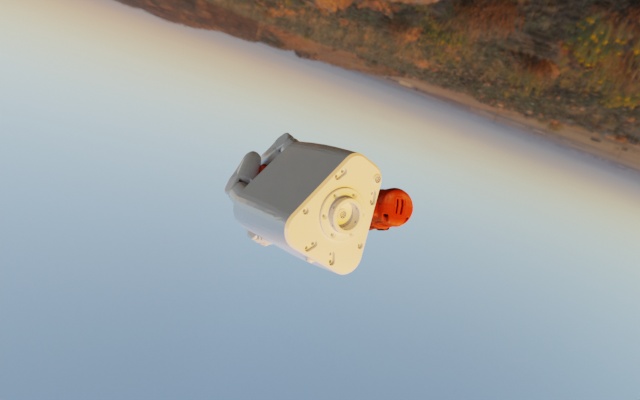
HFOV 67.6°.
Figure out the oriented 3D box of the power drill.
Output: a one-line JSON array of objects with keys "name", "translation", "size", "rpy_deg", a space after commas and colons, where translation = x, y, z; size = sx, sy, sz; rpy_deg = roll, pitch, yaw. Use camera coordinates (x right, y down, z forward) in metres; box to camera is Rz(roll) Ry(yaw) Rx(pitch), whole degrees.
[{"name": "power drill", "translation": [0.000, 0.002, 0.611], "size": [0.187, 0.057, 0.184], "rpy_deg": [8, -8, -17]}]
